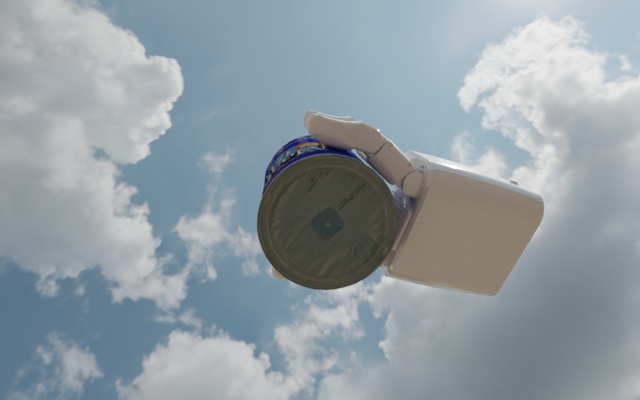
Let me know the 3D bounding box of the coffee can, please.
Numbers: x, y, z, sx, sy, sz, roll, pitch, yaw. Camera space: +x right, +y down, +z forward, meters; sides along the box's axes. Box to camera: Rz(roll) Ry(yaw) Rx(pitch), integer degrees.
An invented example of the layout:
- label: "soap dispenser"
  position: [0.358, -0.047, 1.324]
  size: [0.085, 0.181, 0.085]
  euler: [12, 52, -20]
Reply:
- label: "coffee can"
  position: [0.000, 0.001, 0.412]
  size: [0.103, 0.103, 0.140]
  euler: [0, 14, -5]
